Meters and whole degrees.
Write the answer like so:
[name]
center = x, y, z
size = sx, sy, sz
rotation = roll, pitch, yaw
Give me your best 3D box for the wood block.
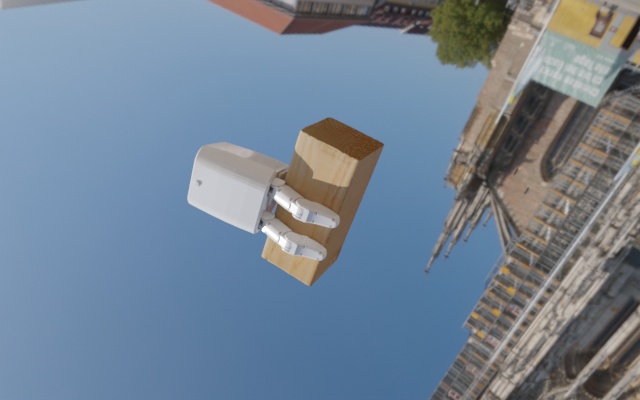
[wood block]
center = 0.000, 0.002, 0.666
size = 0.090, 0.206, 0.090
rotation = 29, 31, 15
